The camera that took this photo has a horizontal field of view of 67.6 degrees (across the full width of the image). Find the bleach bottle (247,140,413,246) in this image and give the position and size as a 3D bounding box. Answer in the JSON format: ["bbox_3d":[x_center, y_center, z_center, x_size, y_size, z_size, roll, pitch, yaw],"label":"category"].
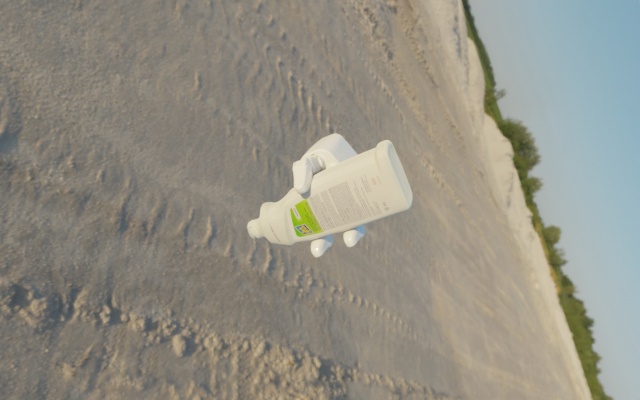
[{"bbox_3d":[0.000,0.002,0.699,0.251,0.102,0.068,-19,16,22],"label":"bleach bottle"}]
